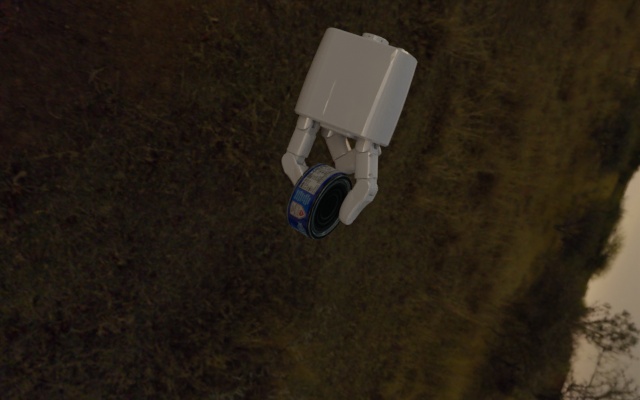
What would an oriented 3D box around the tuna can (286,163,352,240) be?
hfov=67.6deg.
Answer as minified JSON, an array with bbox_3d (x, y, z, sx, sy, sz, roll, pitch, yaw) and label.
[{"bbox_3d":[0.001,0.002,0.555,0.033,0.086,0.086,28,14,28],"label":"tuna can"}]
